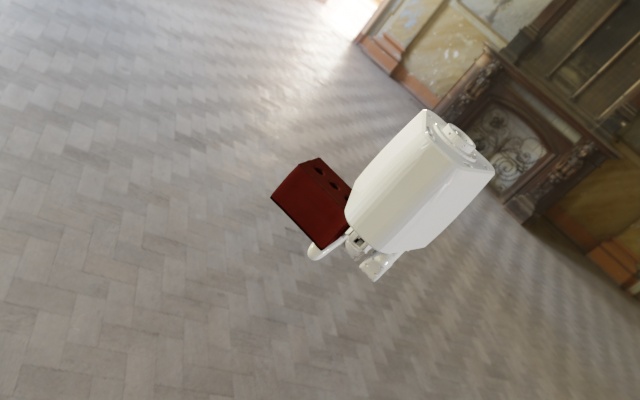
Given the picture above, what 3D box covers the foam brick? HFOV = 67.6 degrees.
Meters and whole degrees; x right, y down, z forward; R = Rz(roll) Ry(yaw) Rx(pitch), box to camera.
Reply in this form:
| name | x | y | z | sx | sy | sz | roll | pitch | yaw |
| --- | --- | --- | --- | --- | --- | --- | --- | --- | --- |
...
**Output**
| name | x | y | z | sx | sy | sz | roll | pitch | yaw |
| --- | --- | --- | --- | --- | --- | --- | --- | --- | --- |
| foam brick | 0.000 | 0.001 | 0.489 | 0.051 | 0.078 | 0.053 | -50 | -11 | 27 |
